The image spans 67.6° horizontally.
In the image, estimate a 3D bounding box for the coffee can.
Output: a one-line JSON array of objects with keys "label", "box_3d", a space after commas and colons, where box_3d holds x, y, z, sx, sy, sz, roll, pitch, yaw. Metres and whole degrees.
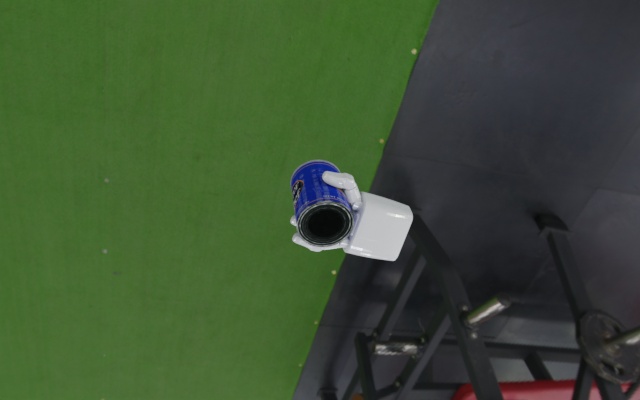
[{"label": "coffee can", "box_3d": [0.000, 0.003, 0.888, 0.103, 0.103, 0.140, 0, 35, -9]}]
